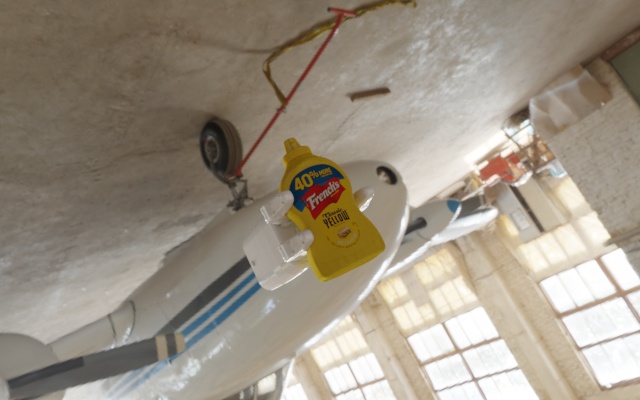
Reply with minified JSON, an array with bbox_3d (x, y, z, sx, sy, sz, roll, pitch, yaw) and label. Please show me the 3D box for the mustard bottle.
[{"bbox_3d":[0.000,0.002,0.624,0.096,0.191,0.058,-23,-14,-17],"label":"mustard bottle"}]
